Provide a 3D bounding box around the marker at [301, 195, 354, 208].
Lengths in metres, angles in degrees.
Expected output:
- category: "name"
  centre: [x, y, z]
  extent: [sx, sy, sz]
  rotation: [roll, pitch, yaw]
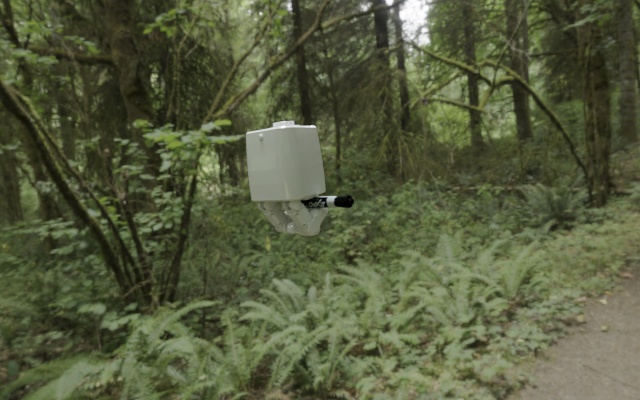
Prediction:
- category: "marker"
  centre: [0.000, 0.002, 0.723]
  extent: [0.121, 0.020, 0.020]
  rotation: [-1, -1, 41]
